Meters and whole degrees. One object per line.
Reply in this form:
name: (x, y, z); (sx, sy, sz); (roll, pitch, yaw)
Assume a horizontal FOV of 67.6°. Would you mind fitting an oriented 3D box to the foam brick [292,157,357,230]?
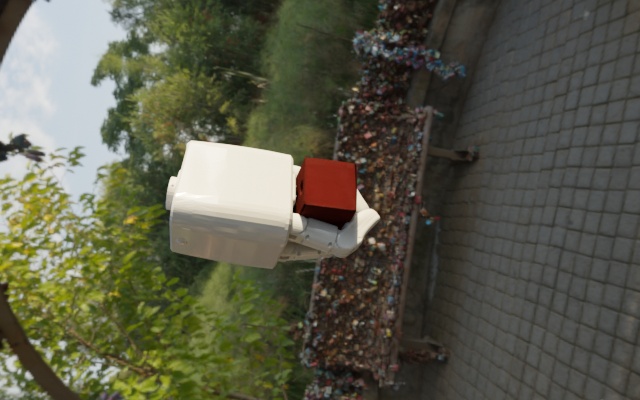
foam brick: (0.000, 0.001, 0.471); (0.051, 0.053, 0.078); (9, -30, -12)
